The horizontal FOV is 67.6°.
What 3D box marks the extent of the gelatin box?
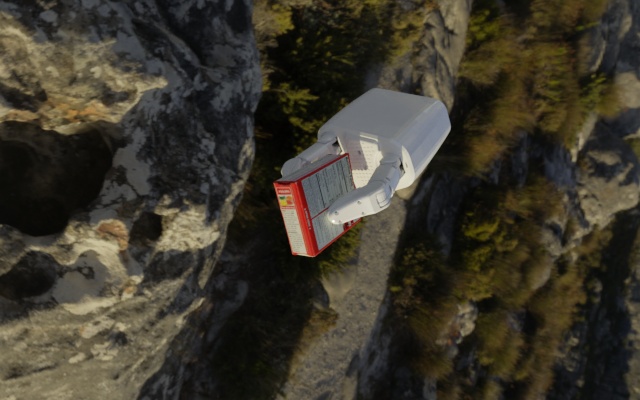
[{"bbox_3d":[0.000,0.002,0.458,0.030,0.073,0.089,1,22,37],"label":"gelatin box"}]
